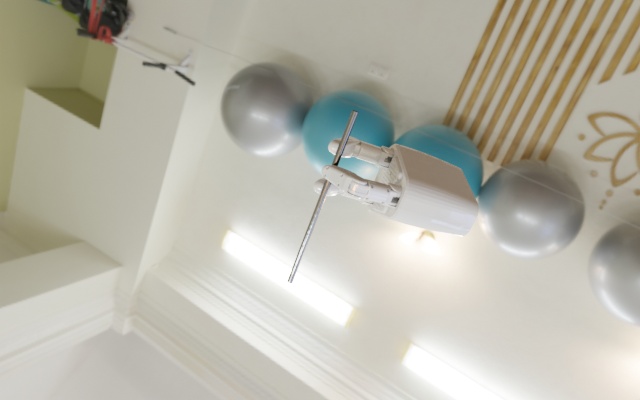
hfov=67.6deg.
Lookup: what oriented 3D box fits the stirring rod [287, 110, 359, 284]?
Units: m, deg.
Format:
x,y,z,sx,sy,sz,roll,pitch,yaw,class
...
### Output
x,y,z,sx,sy,sz,roll,pitch,yaw,class
0.000,0.002,0.598,0.011,0.239,0.011,19,19,-7,stirring rod
